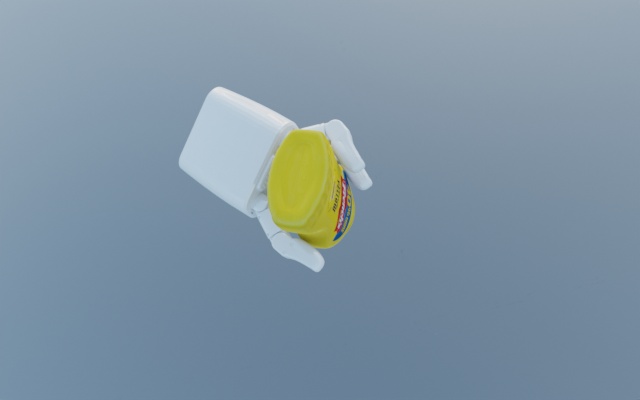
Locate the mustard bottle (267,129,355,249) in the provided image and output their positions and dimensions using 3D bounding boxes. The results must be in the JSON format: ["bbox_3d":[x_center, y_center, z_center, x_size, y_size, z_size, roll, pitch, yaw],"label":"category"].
[{"bbox_3d":[0.000,0.002,0.520,0.058,0.096,0.192,5,-14,15],"label":"mustard bottle"}]
